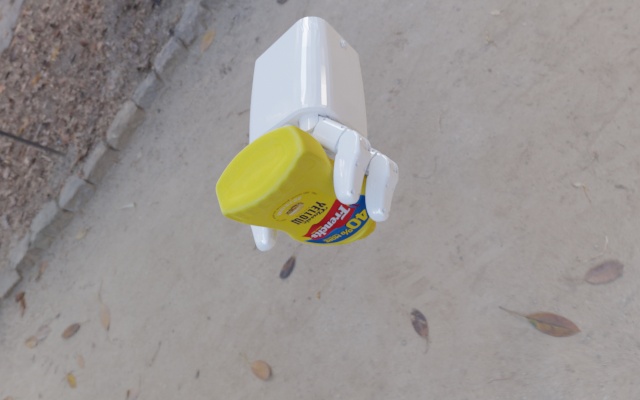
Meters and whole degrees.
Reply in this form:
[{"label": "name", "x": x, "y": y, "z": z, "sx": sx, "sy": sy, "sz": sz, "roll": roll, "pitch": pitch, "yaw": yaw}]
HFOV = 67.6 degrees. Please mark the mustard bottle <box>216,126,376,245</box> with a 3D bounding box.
[{"label": "mustard bottle", "x": 0.000, "y": 0.002, "z": 0.457, "sx": 0.096, "sy": 0.058, "sz": 0.192, "roll": -37, "pitch": -34, "yaw": 20}]
